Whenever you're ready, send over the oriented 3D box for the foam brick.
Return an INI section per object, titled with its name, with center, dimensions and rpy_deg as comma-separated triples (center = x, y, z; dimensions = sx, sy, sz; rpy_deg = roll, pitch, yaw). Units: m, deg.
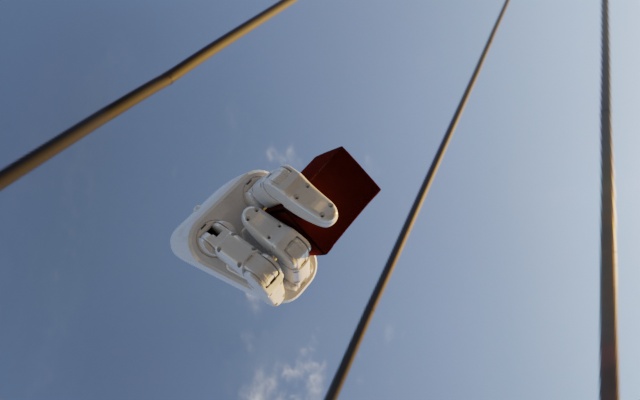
[foam brick]
center = 0.000, 0.001, 0.402
dimensions = 0.078, 0.053, 0.051
rpy_deg = -47, 15, -23
